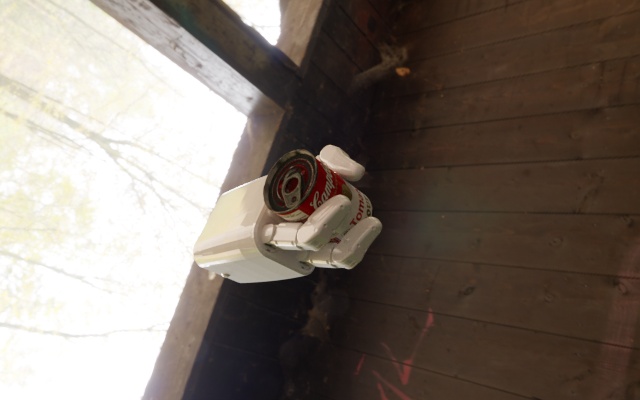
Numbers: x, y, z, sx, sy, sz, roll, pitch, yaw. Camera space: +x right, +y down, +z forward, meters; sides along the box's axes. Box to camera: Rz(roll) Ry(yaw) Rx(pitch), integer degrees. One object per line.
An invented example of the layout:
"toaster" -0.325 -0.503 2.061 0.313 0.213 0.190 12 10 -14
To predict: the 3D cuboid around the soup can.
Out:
"soup can" 0.001 0.002 0.491 0.068 0.068 0.102 0 -24 42
